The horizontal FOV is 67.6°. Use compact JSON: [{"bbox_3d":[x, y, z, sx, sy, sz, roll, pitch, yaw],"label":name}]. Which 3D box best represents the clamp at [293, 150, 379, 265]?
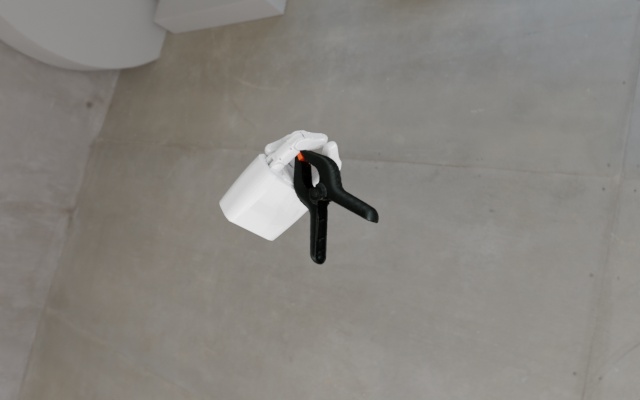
[{"bbox_3d":[0.000,0.002,0.683,0.120,0.171,0.039,-45,-34,18],"label":"clamp"}]
